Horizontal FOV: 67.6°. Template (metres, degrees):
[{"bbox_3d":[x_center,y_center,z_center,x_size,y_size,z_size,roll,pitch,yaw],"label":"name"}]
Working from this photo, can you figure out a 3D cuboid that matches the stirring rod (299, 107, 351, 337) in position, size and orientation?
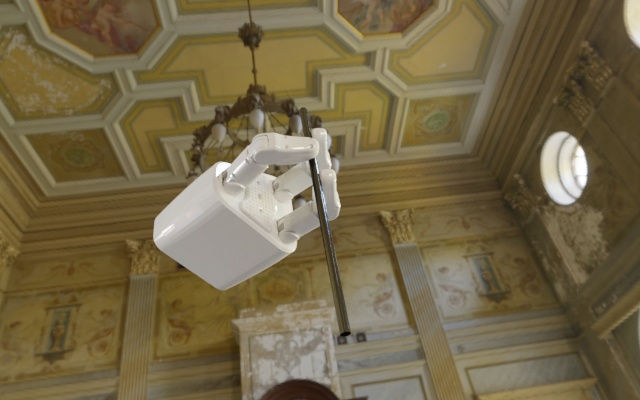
[{"bbox_3d":[0.000,0.001,0.410,0.011,0.239,0.011,-7,-38,-5],"label":"stirring rod"}]
